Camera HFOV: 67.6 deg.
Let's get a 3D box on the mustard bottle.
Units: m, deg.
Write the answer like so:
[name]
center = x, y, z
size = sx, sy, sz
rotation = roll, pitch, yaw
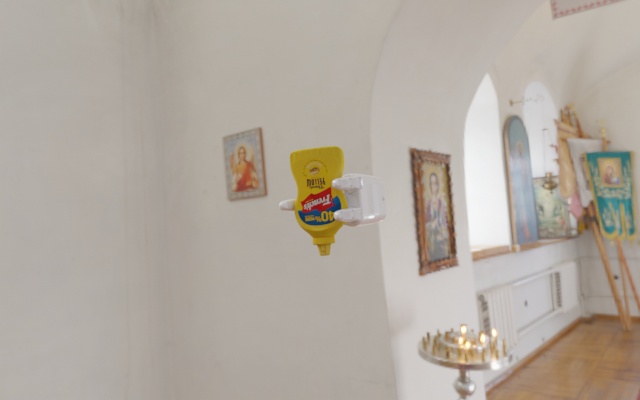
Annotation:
[mustard bottle]
center = 0.000, 0.003, 0.856
size = 0.096, 0.191, 0.058
rotation = -5, -3, 12
